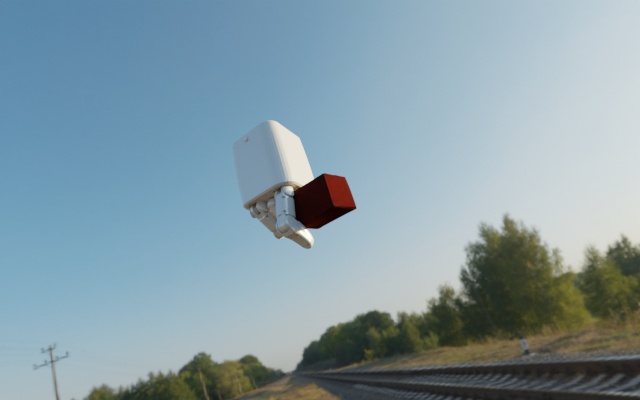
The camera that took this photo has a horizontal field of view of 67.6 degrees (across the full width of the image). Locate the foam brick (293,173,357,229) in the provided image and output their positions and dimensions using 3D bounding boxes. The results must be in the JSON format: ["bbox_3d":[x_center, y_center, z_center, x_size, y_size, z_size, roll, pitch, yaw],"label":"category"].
[{"bbox_3d":[0.000,0.002,0.673,0.078,0.051,0.053,-29,-23,34],"label":"foam brick"}]
